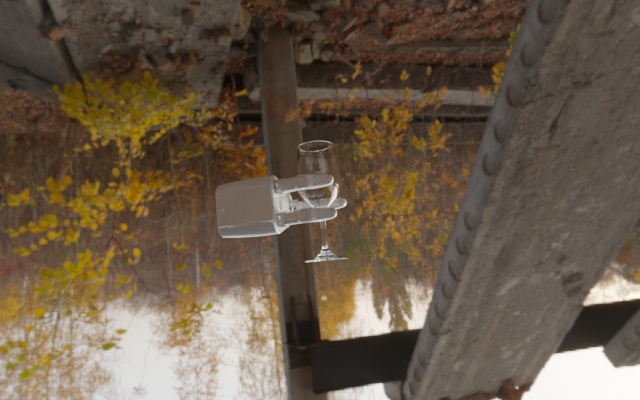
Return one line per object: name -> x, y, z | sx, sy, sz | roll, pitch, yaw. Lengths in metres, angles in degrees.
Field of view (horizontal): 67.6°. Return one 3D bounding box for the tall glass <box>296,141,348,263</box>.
tall glass -> 0.000, 0.003, 0.816 | 0.079, 0.201, 0.079 | -5, -8, -1
